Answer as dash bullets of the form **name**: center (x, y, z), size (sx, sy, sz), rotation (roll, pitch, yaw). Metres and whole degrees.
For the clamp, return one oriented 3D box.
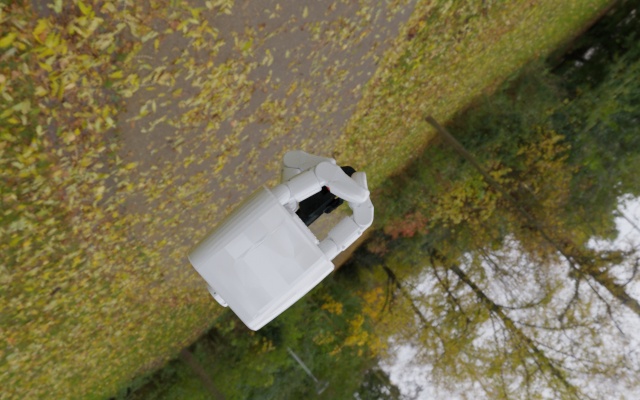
- **clamp**: center (0.001, 0.002, 0.583), size (0.120, 0.039, 0.171), rotation (-41, -9, -3)
